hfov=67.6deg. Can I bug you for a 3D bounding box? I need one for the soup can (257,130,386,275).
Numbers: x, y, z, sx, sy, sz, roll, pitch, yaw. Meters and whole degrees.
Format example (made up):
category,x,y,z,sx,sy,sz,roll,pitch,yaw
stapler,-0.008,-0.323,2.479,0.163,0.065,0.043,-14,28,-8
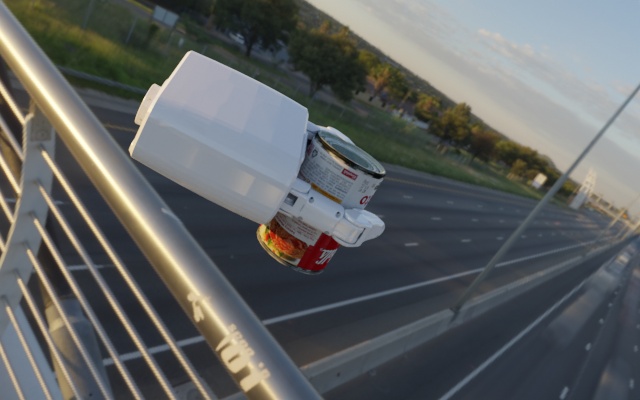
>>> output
category,x,y,z,sx,sy,sz,roll,pitch,yaw
soup can,0.001,0.001,0.401,0.068,0.102,0.068,29,18,-10
